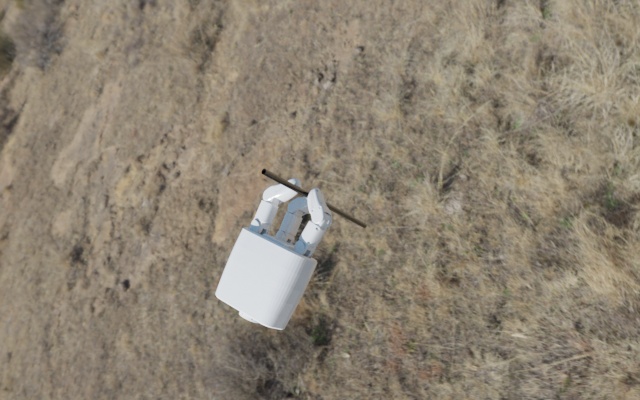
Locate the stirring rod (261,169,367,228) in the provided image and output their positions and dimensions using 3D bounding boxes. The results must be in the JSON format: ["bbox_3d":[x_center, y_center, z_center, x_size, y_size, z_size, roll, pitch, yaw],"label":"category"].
[{"bbox_3d":[0.000,0.002,0.696,0.011,0.011,0.239,0,-19,40],"label":"stirring rod"}]
